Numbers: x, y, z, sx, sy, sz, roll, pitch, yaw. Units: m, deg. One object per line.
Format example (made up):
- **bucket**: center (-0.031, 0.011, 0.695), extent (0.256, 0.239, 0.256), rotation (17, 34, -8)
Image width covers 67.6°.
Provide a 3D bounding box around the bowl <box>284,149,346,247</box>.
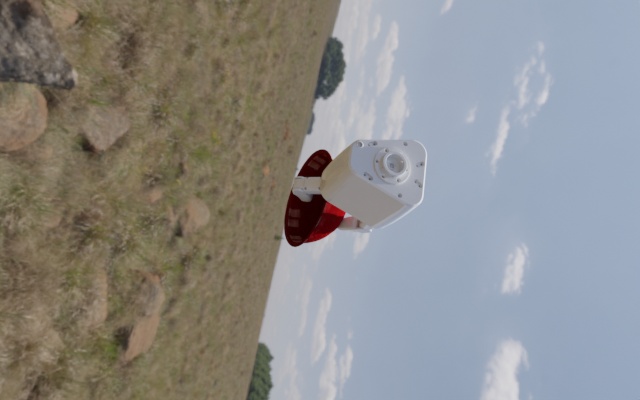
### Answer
- **bowl**: center (0.000, 0.003, 0.767), extent (0.055, 0.162, 0.162), rotation (19, -8, -23)
